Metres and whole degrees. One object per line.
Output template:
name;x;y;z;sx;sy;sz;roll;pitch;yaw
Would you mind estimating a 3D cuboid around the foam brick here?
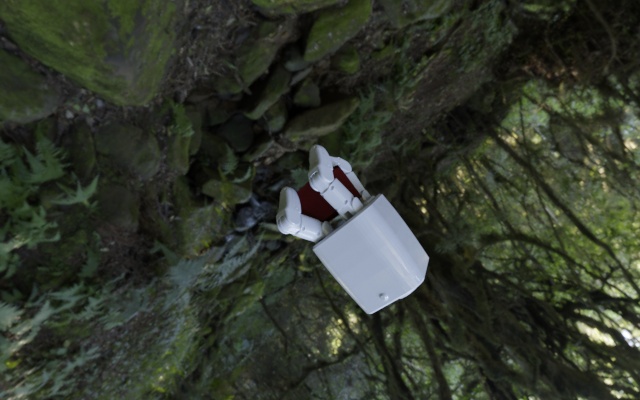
foam brick;0.000;0.002;0.597;0.078;0.051;0.053;-40;-7;36
